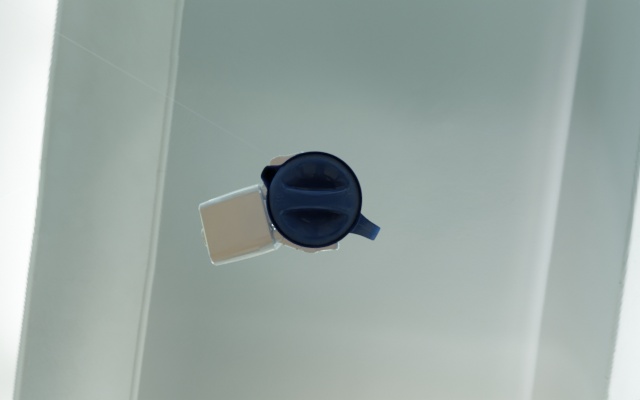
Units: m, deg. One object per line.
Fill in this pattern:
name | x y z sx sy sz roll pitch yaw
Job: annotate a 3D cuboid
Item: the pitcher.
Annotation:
pitcher | 0.000 0.003 0.766 0.145 0.149 0.243 -17 1 1
